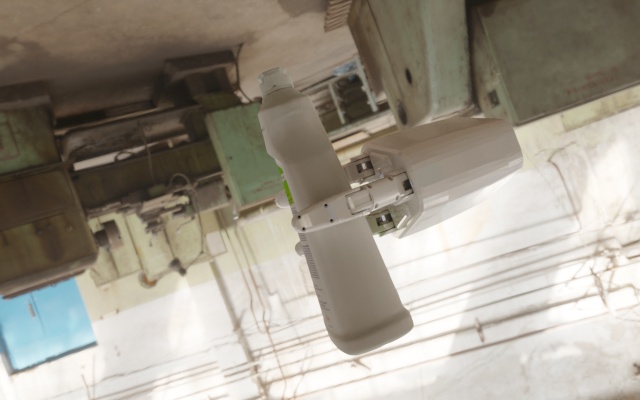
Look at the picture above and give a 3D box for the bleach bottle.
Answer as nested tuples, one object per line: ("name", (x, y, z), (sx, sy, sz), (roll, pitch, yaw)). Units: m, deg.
("bleach bottle", (0.000, 0.001, 0.426), (0.068, 0.251, 0.102), (-20, 0, -12))
